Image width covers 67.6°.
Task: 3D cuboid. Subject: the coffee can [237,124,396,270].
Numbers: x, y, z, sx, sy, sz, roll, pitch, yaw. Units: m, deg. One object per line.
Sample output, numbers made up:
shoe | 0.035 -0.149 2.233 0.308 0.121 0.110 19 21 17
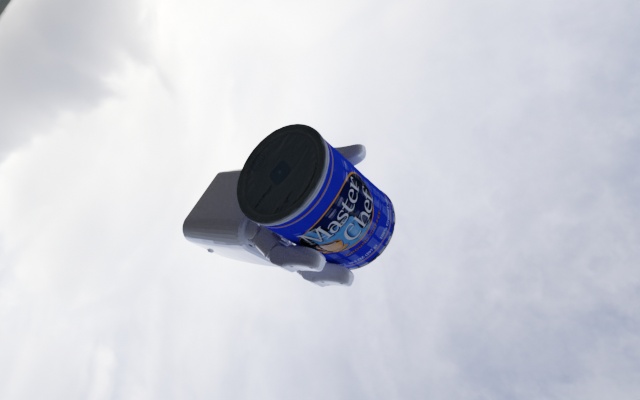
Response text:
coffee can | 0.000 0.001 0.487 0.103 0.102 0.140 0 -24 37
